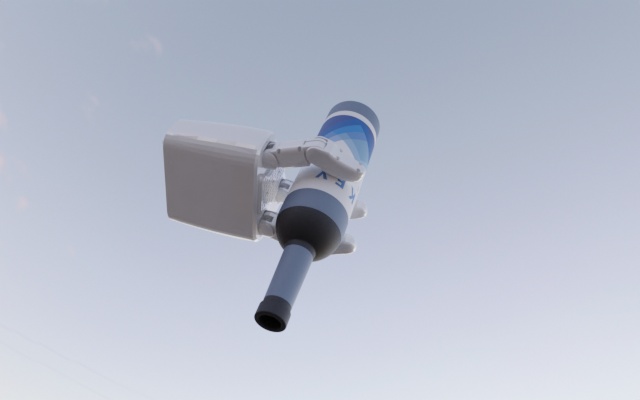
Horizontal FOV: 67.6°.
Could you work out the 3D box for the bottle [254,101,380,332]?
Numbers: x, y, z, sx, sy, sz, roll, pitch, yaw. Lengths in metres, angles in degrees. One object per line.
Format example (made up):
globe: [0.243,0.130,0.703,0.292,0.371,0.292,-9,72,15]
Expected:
bottle: [0.000,0.001,0.482,0.069,0.069,0.295,0,40,21]
